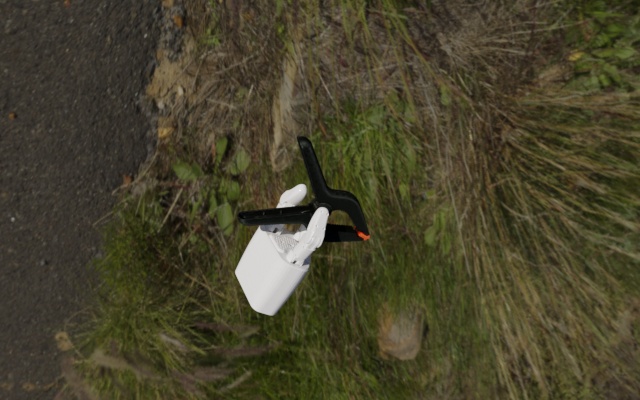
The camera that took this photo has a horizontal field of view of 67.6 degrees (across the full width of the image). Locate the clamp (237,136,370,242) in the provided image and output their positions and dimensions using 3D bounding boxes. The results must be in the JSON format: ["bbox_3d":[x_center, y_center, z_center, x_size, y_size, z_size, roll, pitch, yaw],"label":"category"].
[{"bbox_3d":[0.001,0.003,0.737,0.210,0.165,0.036,23,24,-26],"label":"clamp"}]
